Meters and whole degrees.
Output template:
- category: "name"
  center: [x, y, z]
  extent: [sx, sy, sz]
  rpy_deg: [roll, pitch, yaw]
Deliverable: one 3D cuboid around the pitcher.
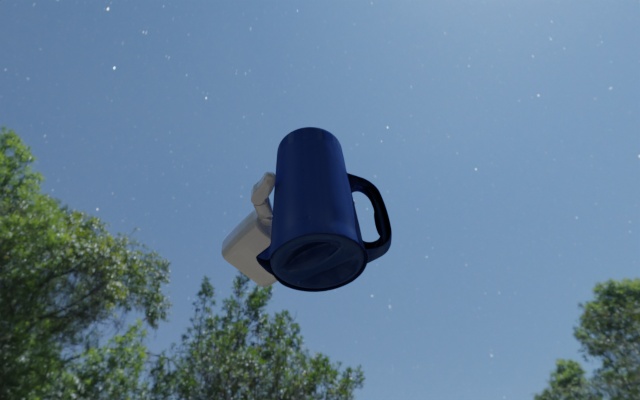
- category: "pitcher"
  center: [0.000, 0.002, 0.714]
  extent: [0.149, 0.242, 0.145]
  rpy_deg: [27, -51, -30]
